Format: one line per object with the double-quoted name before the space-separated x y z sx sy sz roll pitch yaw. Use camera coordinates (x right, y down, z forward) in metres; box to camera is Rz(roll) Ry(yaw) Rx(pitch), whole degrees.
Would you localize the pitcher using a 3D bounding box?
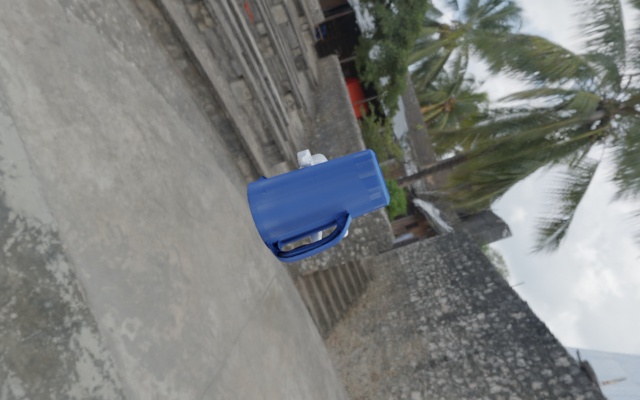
"pitcher" 0.000 0.003 0.872 0.243 0.149 0.145 -19 12 7
